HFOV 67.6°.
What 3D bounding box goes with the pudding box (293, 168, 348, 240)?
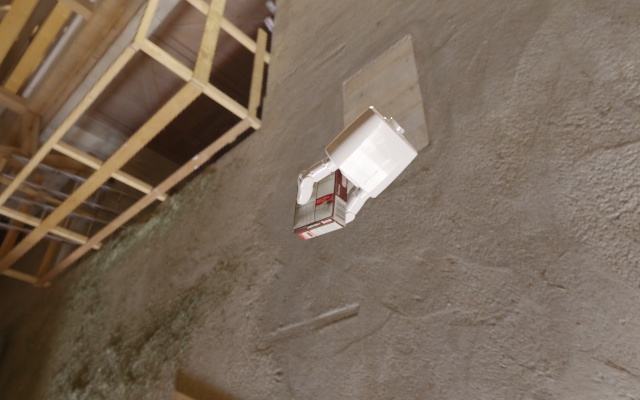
[{"bbox_3d":[0.000,0.003,0.826,0.090,0.113,0.039,-22,-43,34],"label":"pudding box"}]
